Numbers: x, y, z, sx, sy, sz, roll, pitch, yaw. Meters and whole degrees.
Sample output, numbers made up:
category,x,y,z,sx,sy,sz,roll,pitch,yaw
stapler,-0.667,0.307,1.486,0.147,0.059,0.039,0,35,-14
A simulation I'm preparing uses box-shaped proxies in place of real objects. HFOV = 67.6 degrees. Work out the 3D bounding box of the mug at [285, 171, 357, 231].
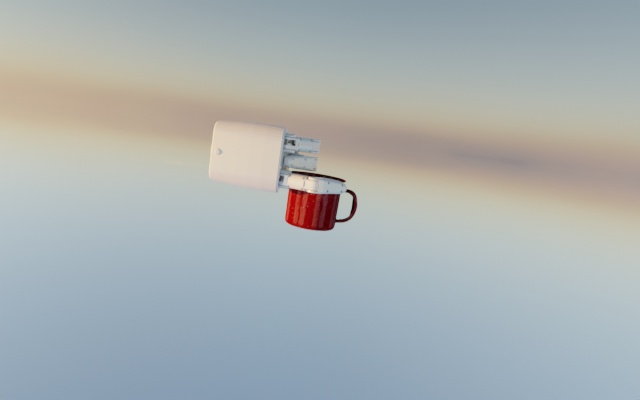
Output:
category,x,y,z,sx,sy,sz,roll,pitch,yaw
mug,0.002,0.003,0.759,0.117,0.081,0.093,10,8,4
